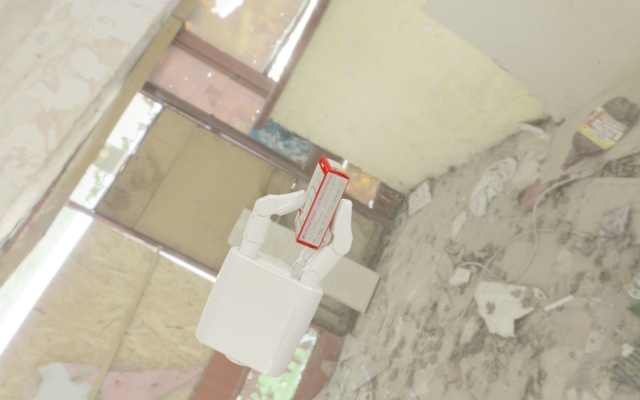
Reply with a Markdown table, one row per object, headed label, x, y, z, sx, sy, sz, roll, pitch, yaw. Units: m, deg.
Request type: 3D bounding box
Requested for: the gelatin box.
| label | x | y | z | sx | sy | sz | roll | pitch | yaw |
| --- | --- | --- | --- | --- | --- | --- | --- | --- | --- |
| gelatin box | 0.000 | 0.001 | 0.536 | 0.030 | 0.089 | 0.073 | 21 | 13 | -10 |
